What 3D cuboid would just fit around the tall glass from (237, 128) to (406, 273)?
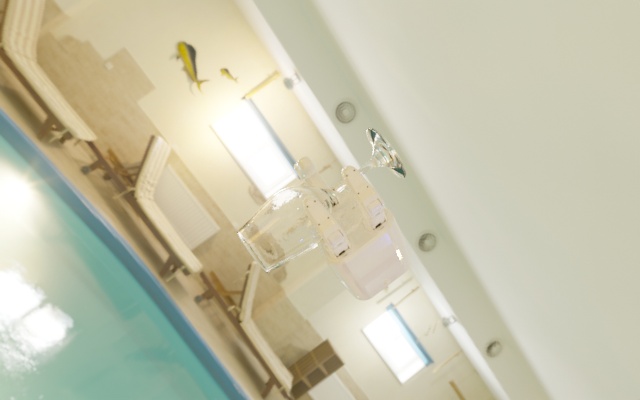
[{"bbox_3d":[0.001,0.001,0.568,0.201,0.079,0.079,-36,3,-5],"label":"tall glass"}]
